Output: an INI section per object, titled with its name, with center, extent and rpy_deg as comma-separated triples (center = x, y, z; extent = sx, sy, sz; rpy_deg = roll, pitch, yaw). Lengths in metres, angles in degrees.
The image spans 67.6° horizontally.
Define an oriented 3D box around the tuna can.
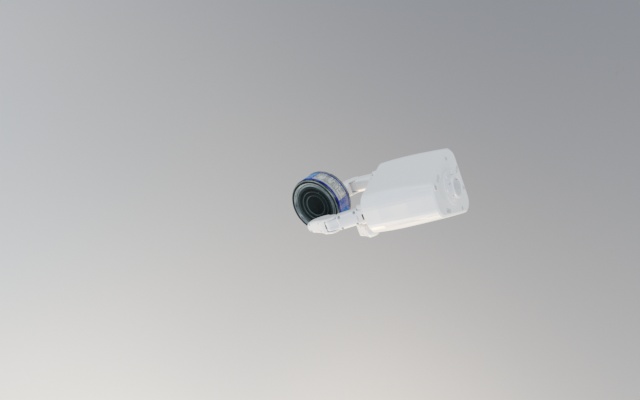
[tuna can]
center = 0.000, 0.003, 0.708
extent = 0.086, 0.086, 0.033
rpy_deg = 0, 24, 37
